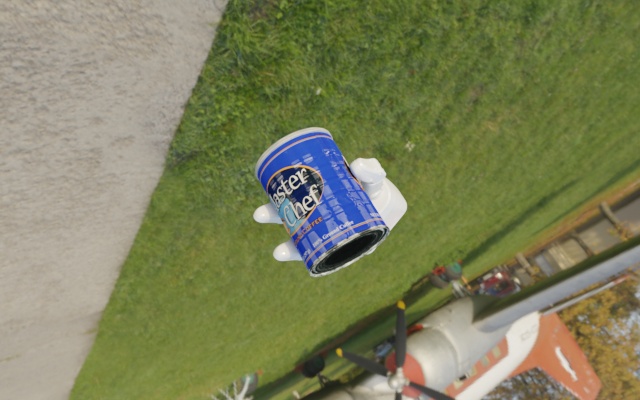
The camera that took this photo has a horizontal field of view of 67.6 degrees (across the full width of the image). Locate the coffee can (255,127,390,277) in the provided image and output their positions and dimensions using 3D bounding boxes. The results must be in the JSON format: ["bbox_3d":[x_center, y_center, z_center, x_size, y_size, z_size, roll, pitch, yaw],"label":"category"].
[{"bbox_3d":[0.000,0.002,0.551,0.103,0.140,0.103,-26,-21,-11],"label":"coffee can"}]
